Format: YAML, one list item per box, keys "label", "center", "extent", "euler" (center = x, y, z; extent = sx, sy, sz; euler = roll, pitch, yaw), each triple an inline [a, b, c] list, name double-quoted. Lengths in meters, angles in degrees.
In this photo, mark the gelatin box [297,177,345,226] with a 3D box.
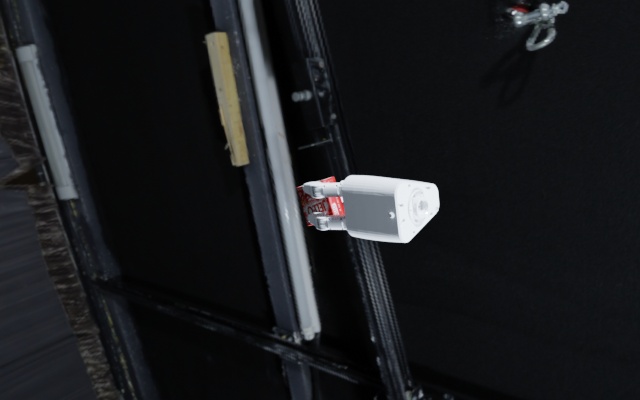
- label: "gelatin box"
  center: [0.000, 0.003, 0.837]
  extent: [0.030, 0.073, 0.089]
  euler: [-19, 3, -34]
